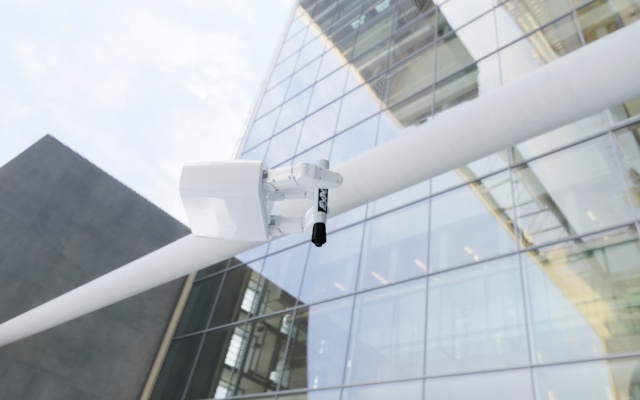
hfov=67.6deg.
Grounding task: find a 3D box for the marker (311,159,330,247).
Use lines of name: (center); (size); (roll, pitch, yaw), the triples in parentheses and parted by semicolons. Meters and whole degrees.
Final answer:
marker: (0.000, 0.002, 0.596); (0.020, 0.121, 0.020); (2, -30, 1)
